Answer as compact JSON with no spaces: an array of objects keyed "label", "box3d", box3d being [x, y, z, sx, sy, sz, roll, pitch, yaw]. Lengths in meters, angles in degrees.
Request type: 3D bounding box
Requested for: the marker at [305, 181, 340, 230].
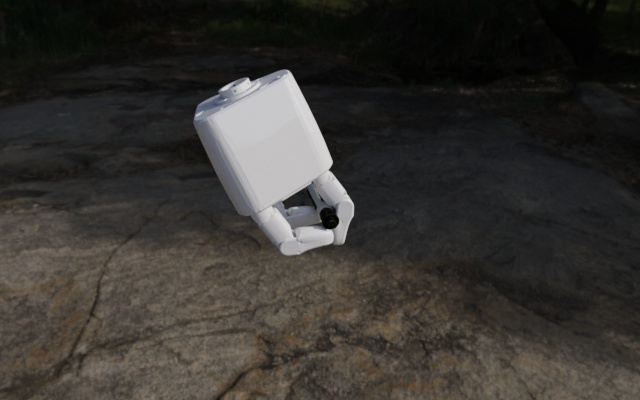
[{"label":"marker","box3d":[0.000,0.002,0.557,0.020,0.020,0.121,0,23,-12]}]
